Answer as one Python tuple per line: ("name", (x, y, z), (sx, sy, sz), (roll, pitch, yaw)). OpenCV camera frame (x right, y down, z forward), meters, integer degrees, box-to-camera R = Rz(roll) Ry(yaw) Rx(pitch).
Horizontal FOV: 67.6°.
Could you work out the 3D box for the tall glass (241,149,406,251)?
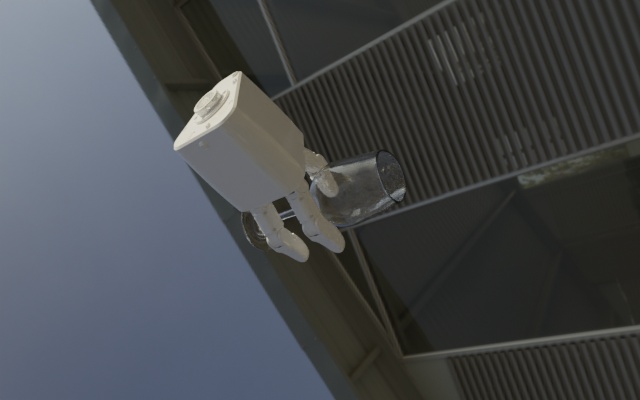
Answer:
("tall glass", (0.000, 0.002, 0.573), (0.201, 0.079, 0.079), (-20, -12, 33))
